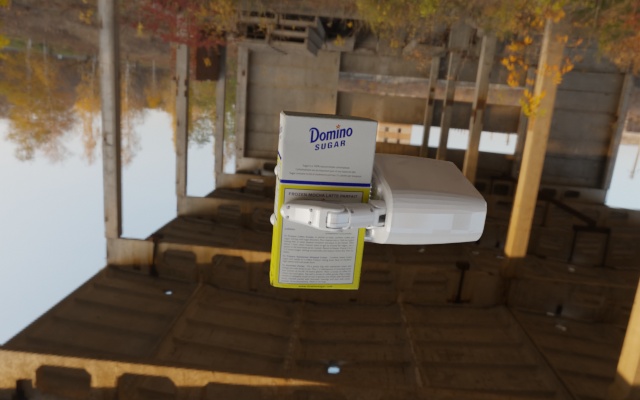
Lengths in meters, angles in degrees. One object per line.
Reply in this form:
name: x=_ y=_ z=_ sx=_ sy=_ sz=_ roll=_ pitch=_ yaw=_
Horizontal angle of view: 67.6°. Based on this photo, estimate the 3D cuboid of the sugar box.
sugar box: x=0.000 y=0.002 z=0.485 sx=0.093 sy=0.176 sz=0.048 roll=3 pitch=13 yaw=-11
